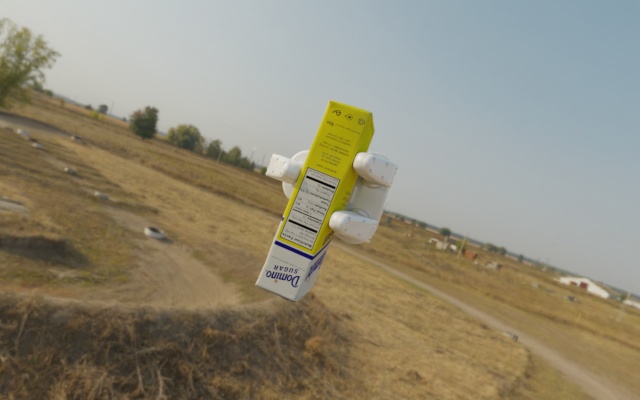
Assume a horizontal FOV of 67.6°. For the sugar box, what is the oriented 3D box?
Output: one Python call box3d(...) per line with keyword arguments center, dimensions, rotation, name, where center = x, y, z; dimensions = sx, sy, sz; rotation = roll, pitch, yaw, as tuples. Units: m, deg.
box3d(center=(0.001, 0.002, 0.449), dimensions=(0.048, 0.176, 0.093), rotation=(20, 2, 9), name="sugar box")
